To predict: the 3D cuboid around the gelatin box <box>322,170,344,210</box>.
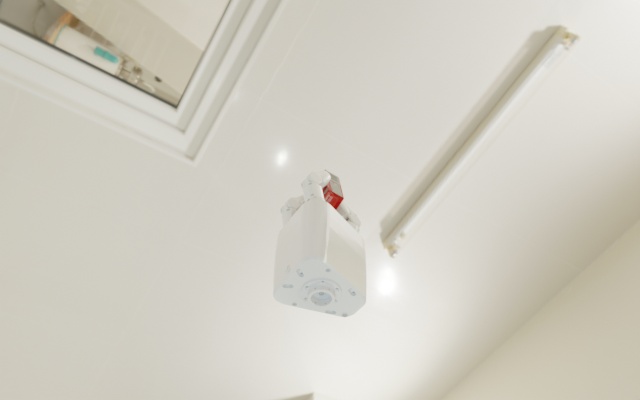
[{"bbox_3d":[0.000,0.002,0.719,0.030,0.073,0.089,30,19,-15],"label":"gelatin box"}]
